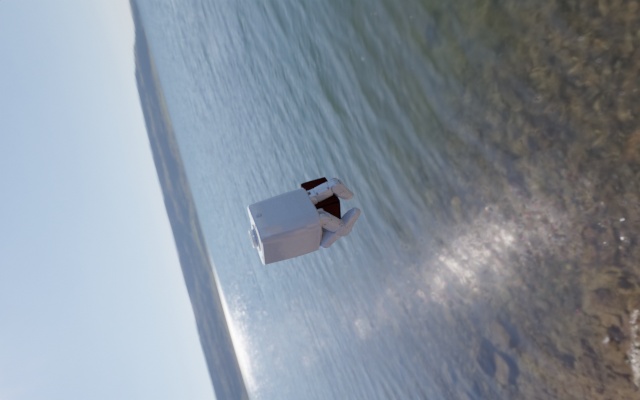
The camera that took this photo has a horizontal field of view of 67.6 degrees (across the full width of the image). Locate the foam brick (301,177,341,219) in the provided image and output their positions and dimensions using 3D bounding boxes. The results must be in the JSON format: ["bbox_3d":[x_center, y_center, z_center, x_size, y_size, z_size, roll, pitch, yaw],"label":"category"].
[{"bbox_3d":[0.000,0.003,0.889,0.051,0.053,0.078,-17,43,-13],"label":"foam brick"}]
